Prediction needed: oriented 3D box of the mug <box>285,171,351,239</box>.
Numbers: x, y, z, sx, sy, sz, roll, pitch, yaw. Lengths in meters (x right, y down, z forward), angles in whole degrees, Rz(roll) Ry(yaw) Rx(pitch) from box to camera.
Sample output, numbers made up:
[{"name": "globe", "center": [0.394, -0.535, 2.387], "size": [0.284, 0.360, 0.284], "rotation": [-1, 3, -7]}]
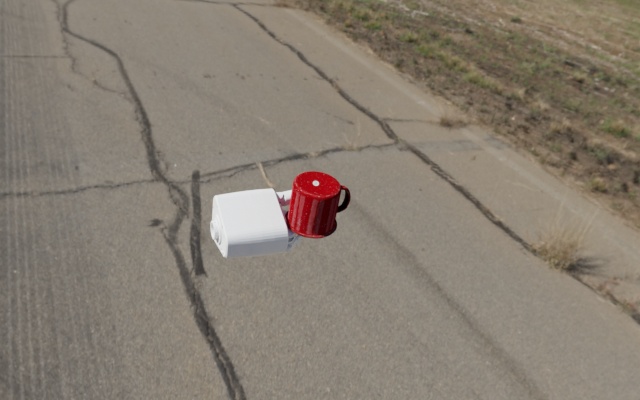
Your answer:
[{"name": "mug", "center": [0.001, 0.002, 0.814], "size": [0.117, 0.082, 0.093], "rotation": [-8, 38, -25]}]
